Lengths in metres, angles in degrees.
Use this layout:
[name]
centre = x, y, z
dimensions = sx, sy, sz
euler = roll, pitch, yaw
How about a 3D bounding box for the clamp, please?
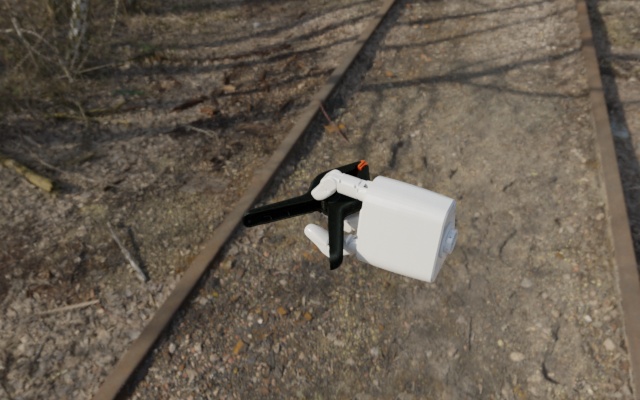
[clamp]
centre = 0.001, 0.001, 0.696
dimensions = 0.164, 0.036, 0.210
euler = 19, 45, 24
